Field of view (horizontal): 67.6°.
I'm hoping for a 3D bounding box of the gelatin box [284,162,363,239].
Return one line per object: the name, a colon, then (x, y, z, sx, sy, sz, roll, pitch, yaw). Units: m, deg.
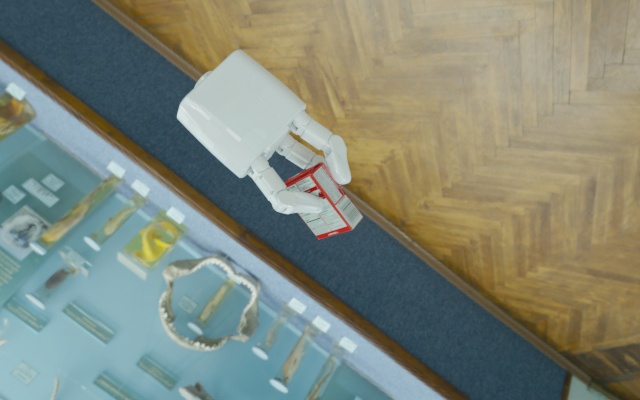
gelatin box: (0.000, 0.002, 0.597, 0.030, 0.089, 0.073, -45, 14, -35)
